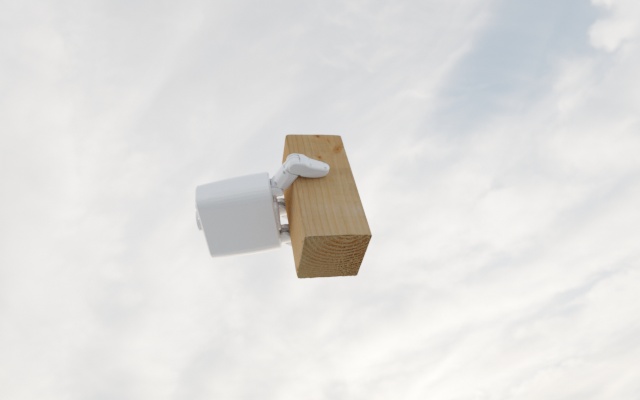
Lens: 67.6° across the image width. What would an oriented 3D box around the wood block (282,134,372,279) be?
[{"bbox_3d":[0.000,0.002,0.695,0.090,0.206,0.091,-1,-44,-13],"label":"wood block"}]
